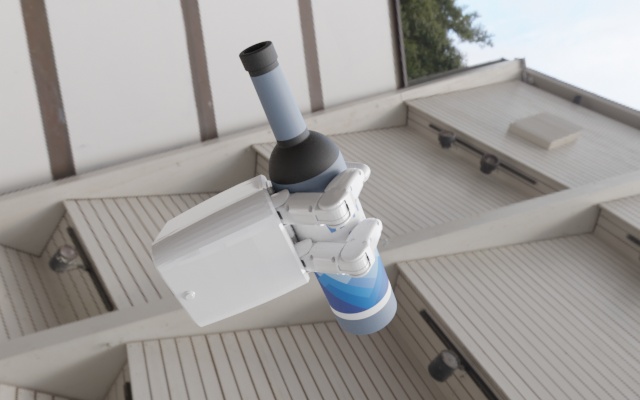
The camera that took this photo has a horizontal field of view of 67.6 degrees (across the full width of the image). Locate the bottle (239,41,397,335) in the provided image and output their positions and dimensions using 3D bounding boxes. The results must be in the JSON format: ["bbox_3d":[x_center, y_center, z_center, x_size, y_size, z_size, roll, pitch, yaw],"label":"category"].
[{"bbox_3d":[0.000,0.002,0.435,0.069,0.296,0.069,-17,32,11],"label":"bottle"}]
